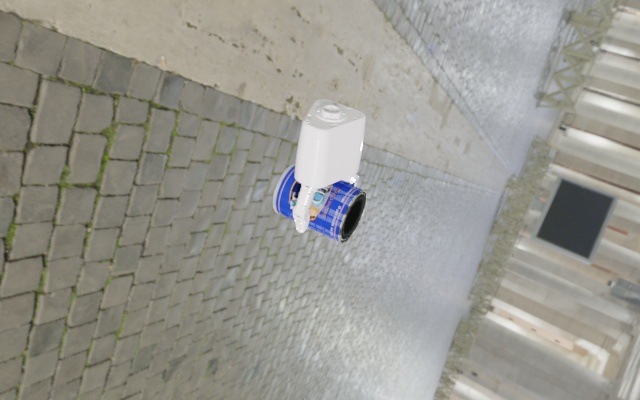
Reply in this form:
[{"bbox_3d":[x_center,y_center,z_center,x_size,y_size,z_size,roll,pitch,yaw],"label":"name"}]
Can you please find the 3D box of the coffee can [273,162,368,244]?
[{"bbox_3d":[0.000,0.003,0.859,0.140,0.103,0.103,24,9,21],"label":"coffee can"}]
